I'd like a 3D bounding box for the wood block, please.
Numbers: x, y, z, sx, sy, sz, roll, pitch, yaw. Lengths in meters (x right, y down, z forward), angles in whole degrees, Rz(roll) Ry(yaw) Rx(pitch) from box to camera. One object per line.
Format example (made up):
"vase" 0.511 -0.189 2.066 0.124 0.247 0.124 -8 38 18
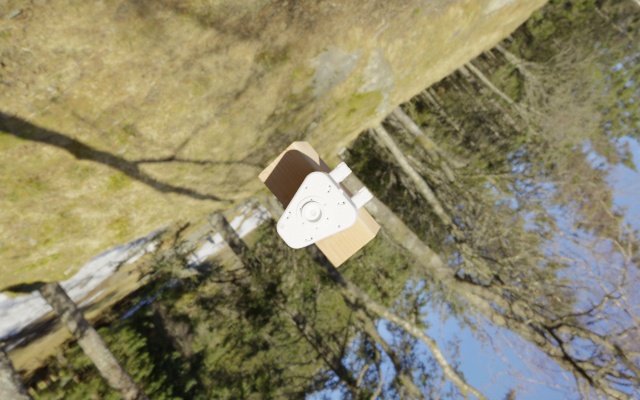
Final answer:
"wood block" 0.000 0.003 0.840 0.091 0.206 0.090 -41 -2 15
